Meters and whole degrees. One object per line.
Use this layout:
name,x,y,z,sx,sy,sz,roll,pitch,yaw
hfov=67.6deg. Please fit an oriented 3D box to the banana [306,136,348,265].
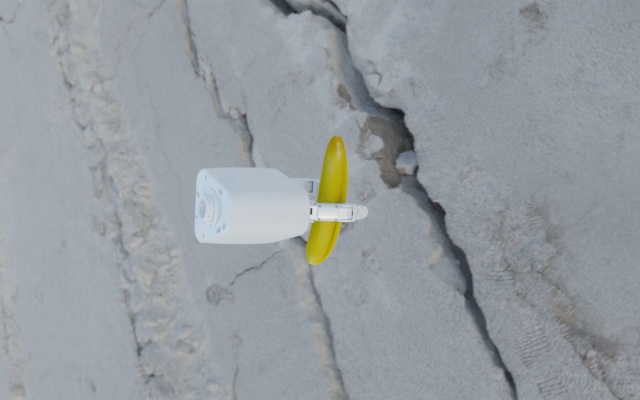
banana,0.006,0.014,0.645,0.037,0.198,0.069,2,27,-24
